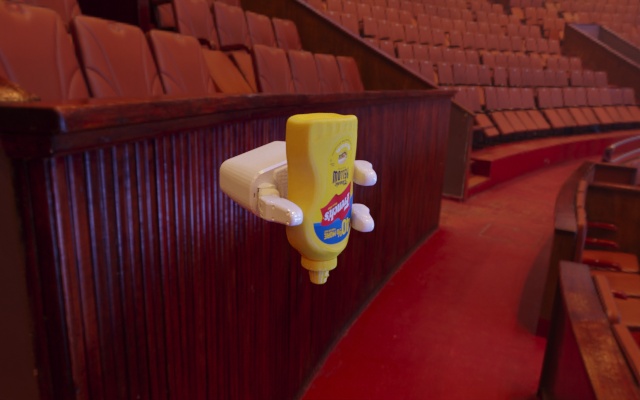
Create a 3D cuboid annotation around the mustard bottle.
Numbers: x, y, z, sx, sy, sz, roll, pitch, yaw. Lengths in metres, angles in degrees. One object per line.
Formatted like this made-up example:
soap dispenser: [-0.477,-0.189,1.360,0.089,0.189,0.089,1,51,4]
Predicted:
mustard bottle: [0.000,0.002,0.533,0.058,0.192,0.096,11,17,30]
